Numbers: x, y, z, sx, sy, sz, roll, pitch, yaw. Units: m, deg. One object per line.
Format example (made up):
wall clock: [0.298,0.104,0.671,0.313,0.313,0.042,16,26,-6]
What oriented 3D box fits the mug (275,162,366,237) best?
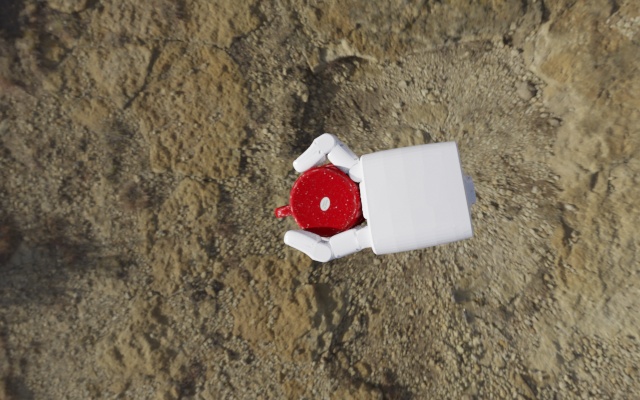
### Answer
mug: [-0.001,0.002,0.580,0.117,0.093,0.081,-11,1,14]
